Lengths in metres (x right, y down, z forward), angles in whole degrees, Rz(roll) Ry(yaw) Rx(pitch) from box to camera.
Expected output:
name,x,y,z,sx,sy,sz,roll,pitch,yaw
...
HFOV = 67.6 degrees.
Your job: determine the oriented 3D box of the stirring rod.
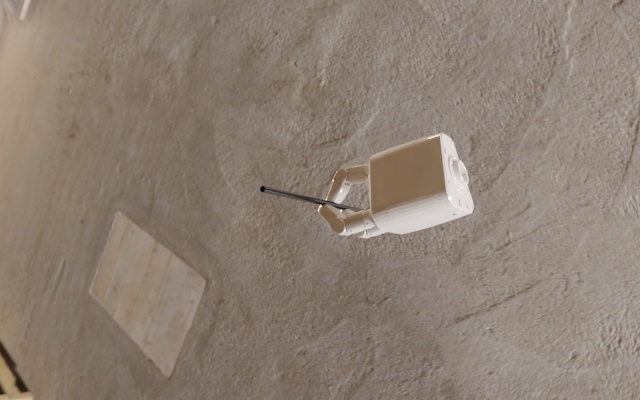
name,x,y,z,sx,sy,sz,roll,pitch,yaw
stirring rod,0.000,0.002,0.668,0.011,0.011,0.239,0,-8,36
